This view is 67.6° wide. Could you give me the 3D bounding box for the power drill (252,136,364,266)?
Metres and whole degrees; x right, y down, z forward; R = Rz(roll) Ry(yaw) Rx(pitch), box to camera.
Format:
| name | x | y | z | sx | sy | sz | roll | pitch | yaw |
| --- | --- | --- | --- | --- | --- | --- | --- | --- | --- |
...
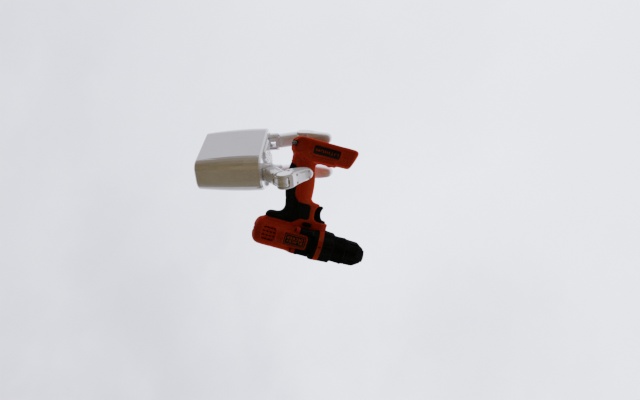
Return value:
| name | x | y | z | sx | sy | sz | roll | pitch | yaw |
| --- | --- | --- | --- | --- | --- | --- | --- | --- | --- |
| power drill | 0.000 | 0.002 | 0.760 | 0.184 | 0.187 | 0.057 | 15 | 3 | -11 |
